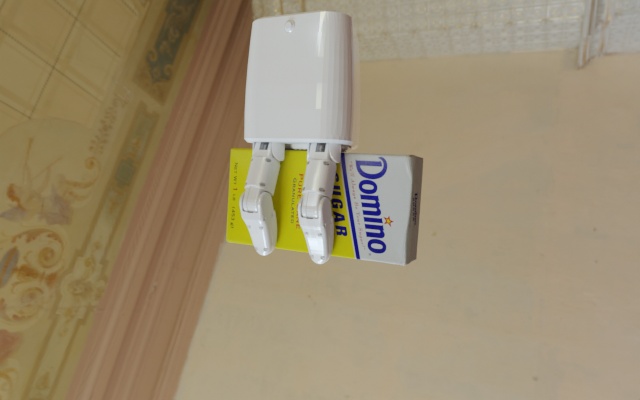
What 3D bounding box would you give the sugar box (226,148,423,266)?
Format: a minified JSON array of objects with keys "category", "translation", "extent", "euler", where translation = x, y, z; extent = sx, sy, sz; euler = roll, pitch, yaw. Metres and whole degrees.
[{"category":"sugar box","translation":[0.000,0.001,0.435],"extent":[0.176,0.093,0.048],"euler":[4,3,26]}]
